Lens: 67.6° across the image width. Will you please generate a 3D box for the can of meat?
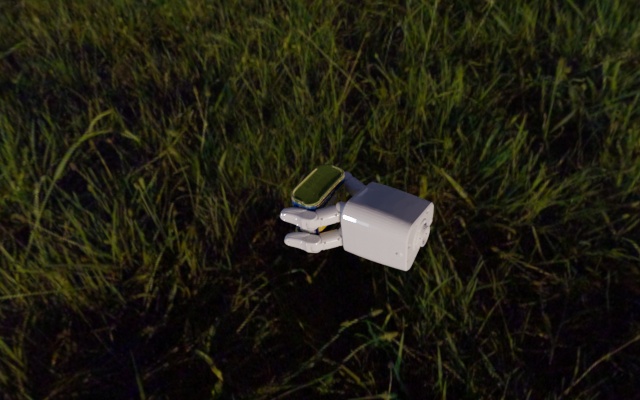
[{"bbox_3d":[0.000,0.002,0.767,0.057,0.084,0.102,23,52,28],"label":"can of meat"}]
